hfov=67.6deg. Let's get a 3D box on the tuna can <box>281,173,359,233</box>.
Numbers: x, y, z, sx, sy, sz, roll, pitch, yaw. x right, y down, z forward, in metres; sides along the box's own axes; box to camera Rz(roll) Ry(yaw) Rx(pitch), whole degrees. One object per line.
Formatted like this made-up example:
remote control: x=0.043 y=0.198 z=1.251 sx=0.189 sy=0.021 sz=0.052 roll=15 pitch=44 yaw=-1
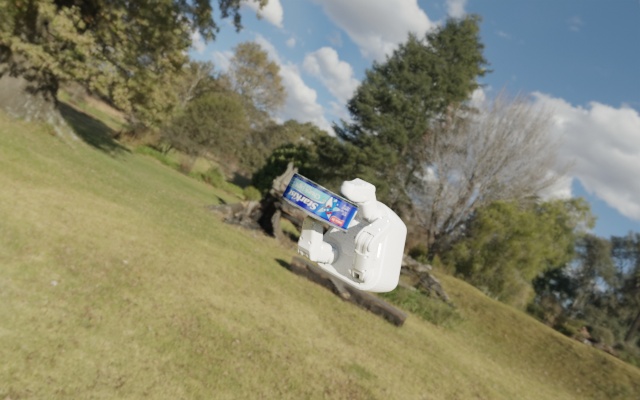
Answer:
tuna can: x=0.000 y=0.001 z=0.546 sx=0.086 sy=0.034 sz=0.086 roll=28 pitch=2 yaw=-1
